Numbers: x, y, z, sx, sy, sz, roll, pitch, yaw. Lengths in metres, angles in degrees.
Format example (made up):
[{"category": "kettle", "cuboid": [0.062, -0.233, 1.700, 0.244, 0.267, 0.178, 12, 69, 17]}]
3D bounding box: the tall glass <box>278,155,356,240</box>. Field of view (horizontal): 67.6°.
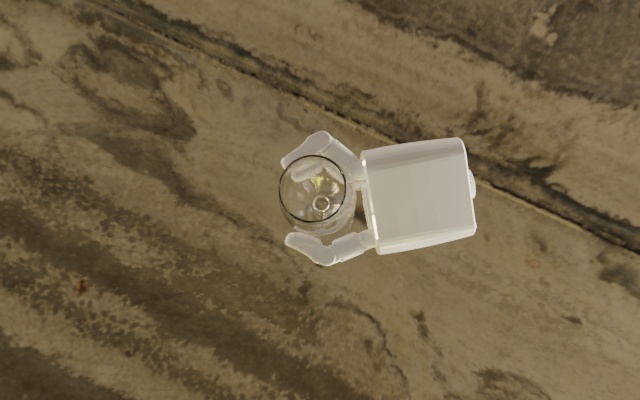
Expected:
[{"category": "tall glass", "cuboid": [0.000, 0.002, 0.521, 0.079, 0.079, 0.201, 0, -7, 4]}]
